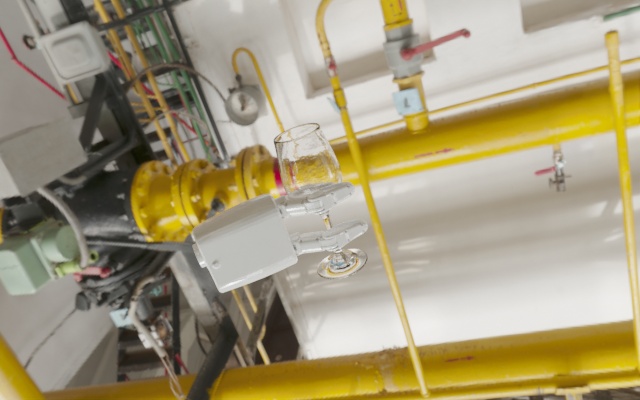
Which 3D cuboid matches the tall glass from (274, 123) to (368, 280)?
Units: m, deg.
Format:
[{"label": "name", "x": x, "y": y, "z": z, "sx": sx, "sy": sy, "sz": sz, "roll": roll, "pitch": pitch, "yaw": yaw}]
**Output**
[{"label": "tall glass", "x": 0.000, "y": 0.003, "z": 0.633, "sx": 0.079, "sy": 0.201, "sz": 0.079, "roll": -16, "pitch": 22, "yaw": 7}]
